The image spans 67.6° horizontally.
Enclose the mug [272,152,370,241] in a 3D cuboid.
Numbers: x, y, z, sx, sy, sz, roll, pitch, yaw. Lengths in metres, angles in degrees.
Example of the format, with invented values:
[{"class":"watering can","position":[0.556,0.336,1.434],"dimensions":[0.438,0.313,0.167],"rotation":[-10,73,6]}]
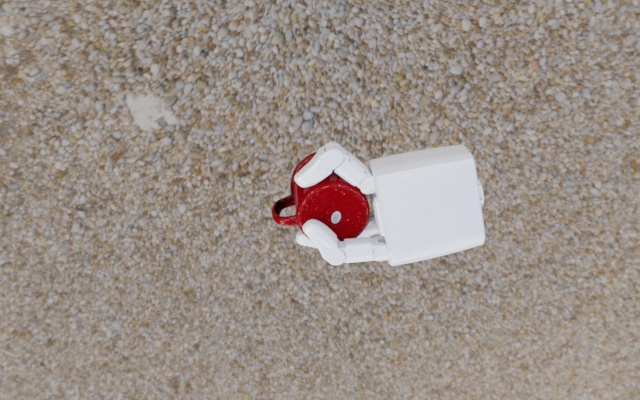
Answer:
[{"class":"mug","position":[-0.001,0.002,0.552],"dimensions":[0.117,0.093,0.081],"rotation":[-13,28,3]}]
